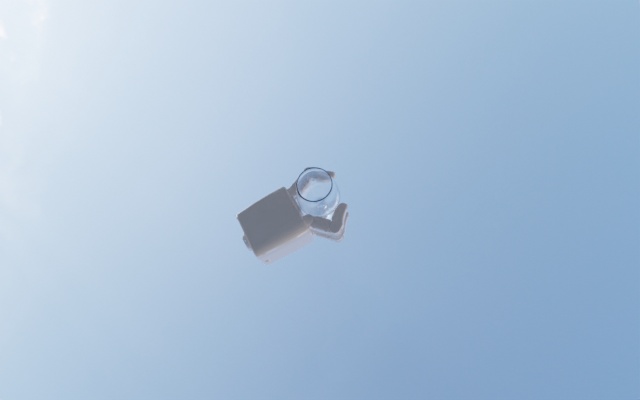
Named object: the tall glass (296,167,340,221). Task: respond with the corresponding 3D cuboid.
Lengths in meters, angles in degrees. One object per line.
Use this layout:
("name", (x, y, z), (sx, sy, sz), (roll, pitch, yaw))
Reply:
("tall glass", (0.000, 0.003, 0.890), (0.079, 0.079, 0.201), (0, -18, 6))
